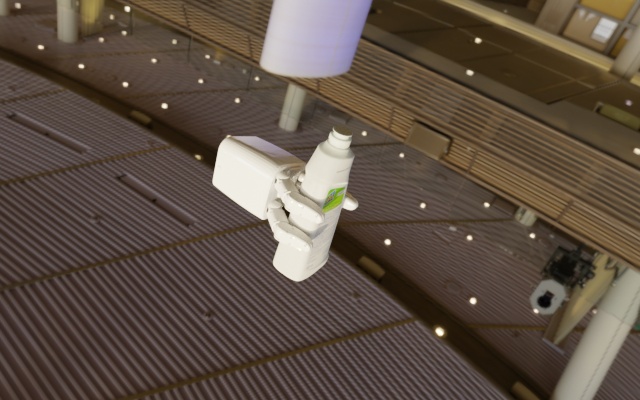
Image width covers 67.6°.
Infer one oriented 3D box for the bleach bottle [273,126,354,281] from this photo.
[{"bbox_3d":[0.000,0.002,0.720,0.068,0.251,0.102,32,35,18],"label":"bleach bottle"}]
